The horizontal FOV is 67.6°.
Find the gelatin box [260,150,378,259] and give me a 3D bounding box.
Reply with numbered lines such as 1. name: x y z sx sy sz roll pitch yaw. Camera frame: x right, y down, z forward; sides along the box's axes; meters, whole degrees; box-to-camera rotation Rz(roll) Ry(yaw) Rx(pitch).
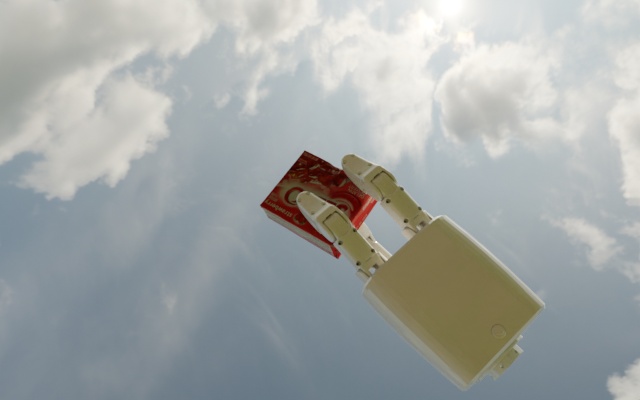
1. gelatin box: 0.000 0.002 0.452 0.089 0.073 0.030 28 -20 27
